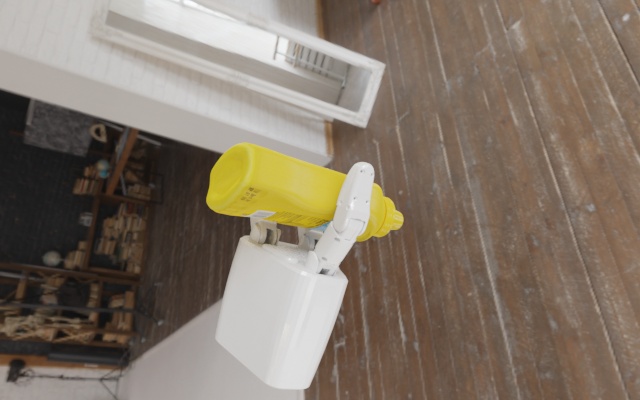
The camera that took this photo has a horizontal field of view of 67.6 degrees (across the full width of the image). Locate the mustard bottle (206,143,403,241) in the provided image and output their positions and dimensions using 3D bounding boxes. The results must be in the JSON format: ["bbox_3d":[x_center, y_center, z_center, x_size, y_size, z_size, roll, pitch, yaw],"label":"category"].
[{"bbox_3d":[0.000,0.001,0.444,0.192,0.058,0.096,15,-19,-30],"label":"mustard bottle"}]
